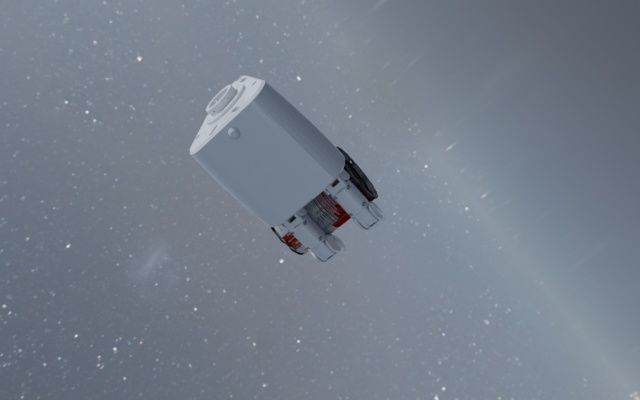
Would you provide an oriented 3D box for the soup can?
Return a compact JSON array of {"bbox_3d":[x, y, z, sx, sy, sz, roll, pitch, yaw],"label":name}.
[{"bbox_3d":[0.000,0.002,0.504,0.102,0.068,0.068,-40,-11,14],"label":"soup can"}]
